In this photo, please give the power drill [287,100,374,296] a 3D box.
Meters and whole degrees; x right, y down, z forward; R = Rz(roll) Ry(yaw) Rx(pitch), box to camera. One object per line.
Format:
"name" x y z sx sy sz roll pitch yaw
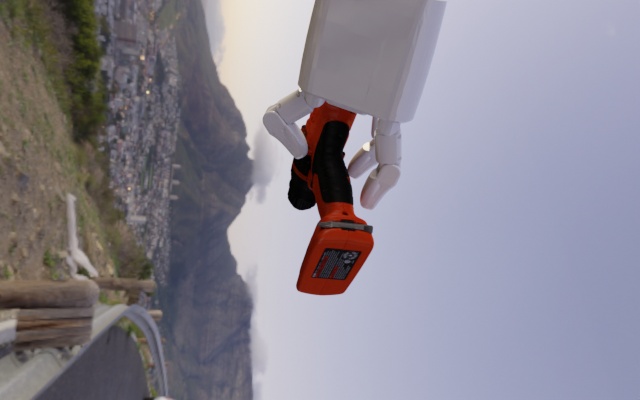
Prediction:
"power drill" 0.000 0.002 0.511 0.057 0.187 0.185 4 -39 -14
